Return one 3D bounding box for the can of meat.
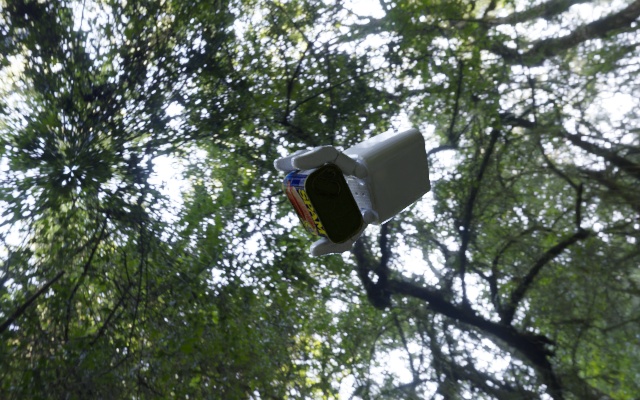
[{"bbox_3d":[0.000,0.002,0.643,0.057,0.102,0.084,-33,17,-21],"label":"can of meat"}]
